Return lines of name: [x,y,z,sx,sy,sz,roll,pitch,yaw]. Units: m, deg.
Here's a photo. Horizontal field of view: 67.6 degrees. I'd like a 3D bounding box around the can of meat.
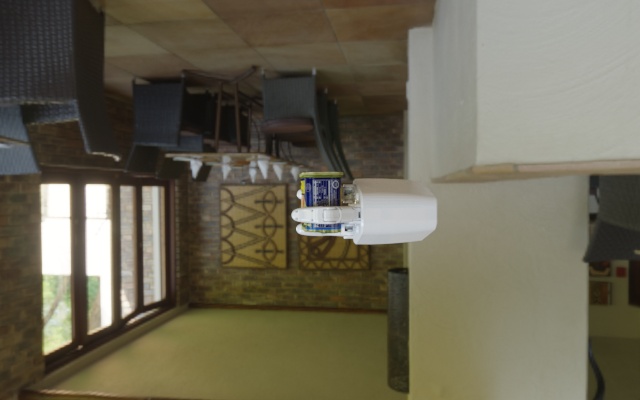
can of meat: [0.000,0.003,0.691,0.057,0.084,0.102,-1,1,-6]
